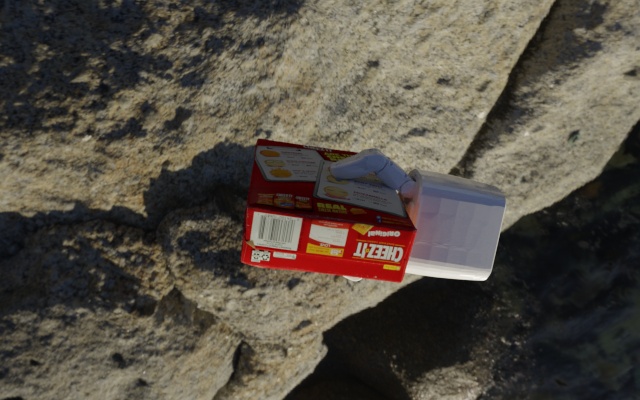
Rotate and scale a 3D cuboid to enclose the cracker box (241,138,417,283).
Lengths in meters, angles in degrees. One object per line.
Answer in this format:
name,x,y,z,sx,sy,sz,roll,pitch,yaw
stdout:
cracker box,0.000,0.002,0.545,0.164,0.072,0.213,8,23,-8
